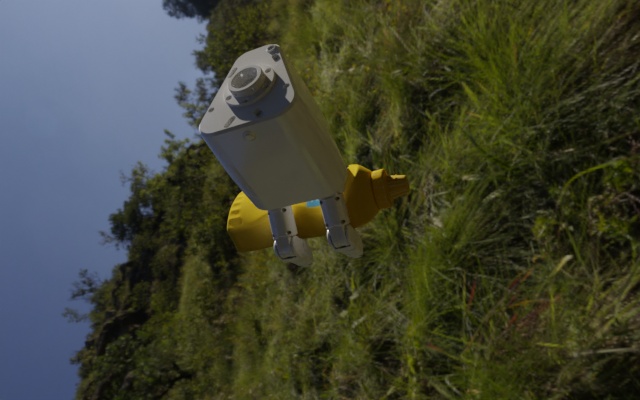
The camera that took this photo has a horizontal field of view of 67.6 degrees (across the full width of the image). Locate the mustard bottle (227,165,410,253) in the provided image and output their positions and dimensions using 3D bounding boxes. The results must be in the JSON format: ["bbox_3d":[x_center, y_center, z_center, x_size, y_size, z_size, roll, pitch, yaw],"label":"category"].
[{"bbox_3d":[0.000,0.002,0.516,0.191,0.058,0.096,-13,26,19],"label":"mustard bottle"}]
